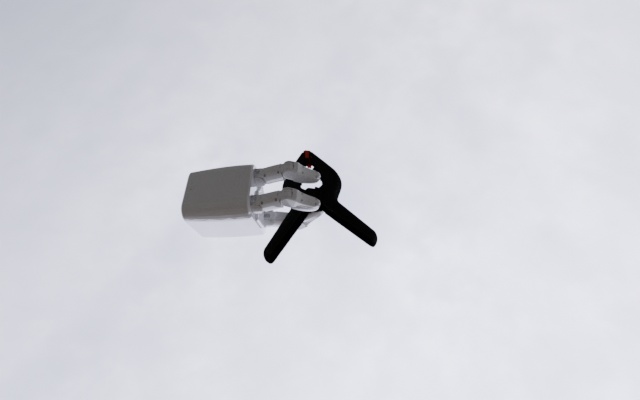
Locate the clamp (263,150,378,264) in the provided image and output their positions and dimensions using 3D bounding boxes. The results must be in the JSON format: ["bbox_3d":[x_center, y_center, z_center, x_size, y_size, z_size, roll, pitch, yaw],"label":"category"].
[{"bbox_3d":[0.000,0.003,0.740,0.164,0.209,0.036,-3,-40,4],"label":"clamp"}]
